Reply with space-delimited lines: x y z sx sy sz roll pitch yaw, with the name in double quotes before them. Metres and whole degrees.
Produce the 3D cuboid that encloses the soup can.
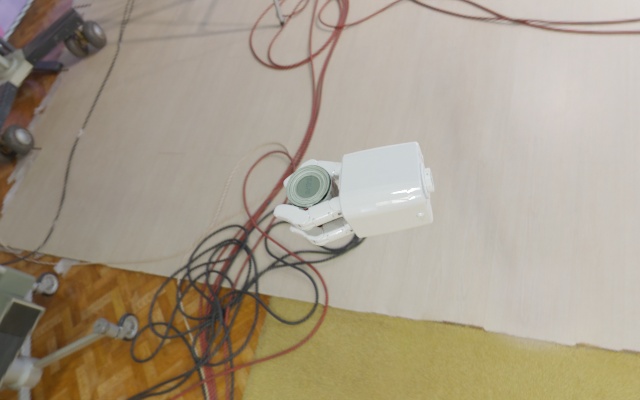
"soup can" 0.000 0.002 0.691 0.068 0.068 0.102 0 -27 23
